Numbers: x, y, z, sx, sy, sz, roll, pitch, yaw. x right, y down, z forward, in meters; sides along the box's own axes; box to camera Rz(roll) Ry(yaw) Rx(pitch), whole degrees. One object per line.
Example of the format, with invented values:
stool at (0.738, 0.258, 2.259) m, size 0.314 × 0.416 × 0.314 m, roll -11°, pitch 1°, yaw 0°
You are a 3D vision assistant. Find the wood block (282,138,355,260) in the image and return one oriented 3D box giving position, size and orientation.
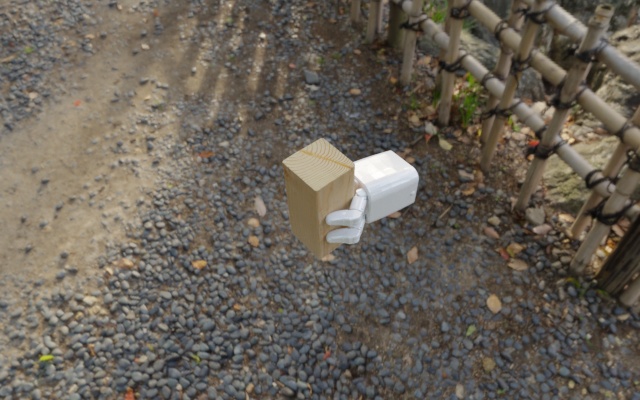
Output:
wood block at (0.000, 0.002, 0.868) m, size 0.090 × 0.206 × 0.090 m, roll -34°, pitch 57°, yaw -23°
